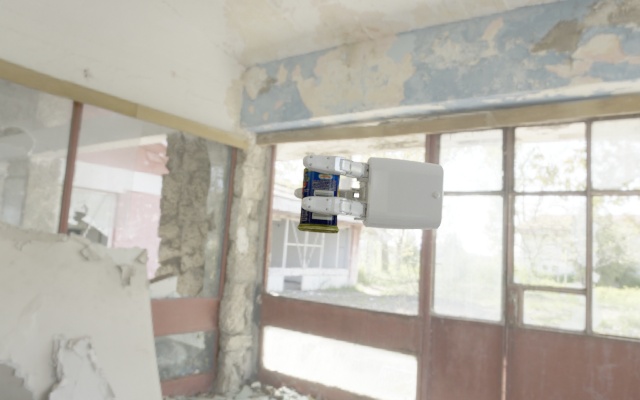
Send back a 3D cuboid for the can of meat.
[{"bbox_3d":[0.000,0.002,0.681,0.057,0.084,0.102,4,-6,1],"label":"can of meat"}]
